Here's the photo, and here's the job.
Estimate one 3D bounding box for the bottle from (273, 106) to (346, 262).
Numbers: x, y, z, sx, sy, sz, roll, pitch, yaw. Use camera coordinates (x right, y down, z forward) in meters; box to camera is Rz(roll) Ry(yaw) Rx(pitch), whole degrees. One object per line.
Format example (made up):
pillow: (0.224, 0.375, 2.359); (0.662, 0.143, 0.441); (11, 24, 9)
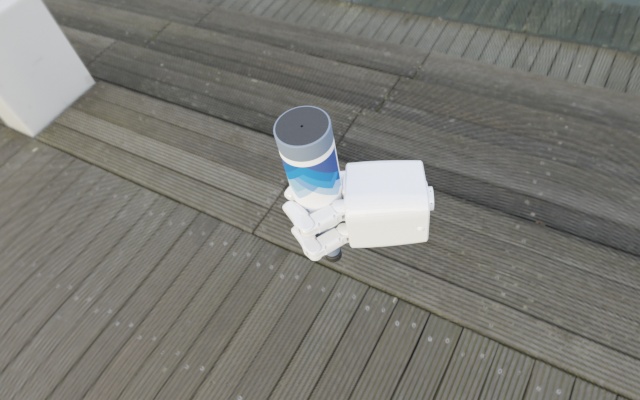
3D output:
bottle: (0.000, 0.002, 0.656); (0.069, 0.069, 0.296); (0, -36, 10)
